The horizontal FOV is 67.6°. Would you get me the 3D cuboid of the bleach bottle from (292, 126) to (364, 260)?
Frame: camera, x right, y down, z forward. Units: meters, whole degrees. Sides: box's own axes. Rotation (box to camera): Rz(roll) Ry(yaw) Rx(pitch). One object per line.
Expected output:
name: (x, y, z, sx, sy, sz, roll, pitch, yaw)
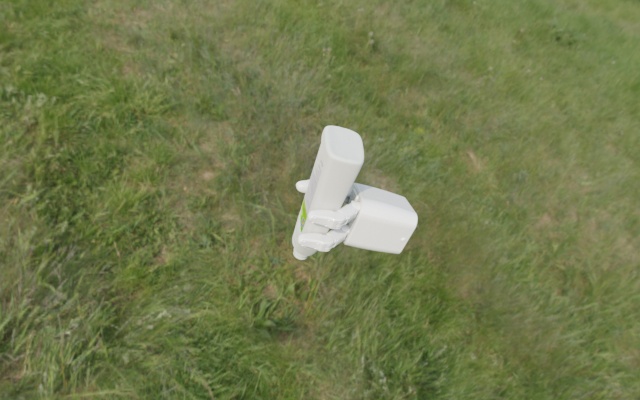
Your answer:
bleach bottle: (0.000, 0.003, 0.824, 0.068, 0.251, 0.102, 13, 38, -12)
